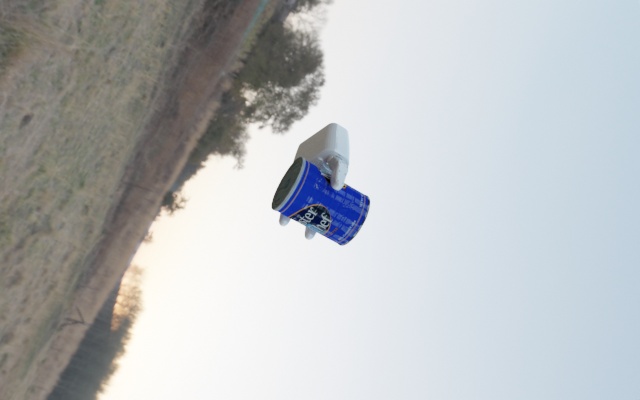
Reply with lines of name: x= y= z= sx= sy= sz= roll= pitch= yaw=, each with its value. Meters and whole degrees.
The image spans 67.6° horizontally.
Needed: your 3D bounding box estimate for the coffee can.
coffee can: x=0.000 y=0.003 z=0.830 sx=0.140 sy=0.103 sz=0.103 roll=29 pitch=-9 yaw=-17
